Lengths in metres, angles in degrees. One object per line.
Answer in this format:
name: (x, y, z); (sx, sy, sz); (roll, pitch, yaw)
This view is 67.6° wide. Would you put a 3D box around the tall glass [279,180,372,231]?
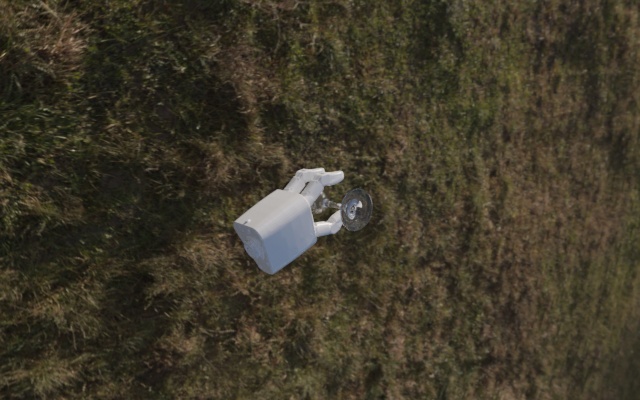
tall glass: (0.001, 0.003, 0.892); (0.079, 0.079, 0.201); (0, 8, -39)
